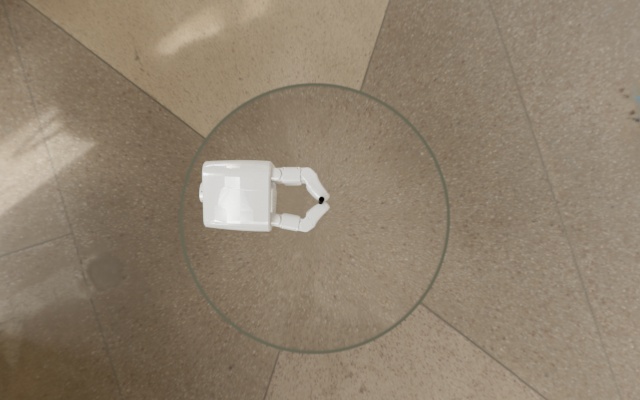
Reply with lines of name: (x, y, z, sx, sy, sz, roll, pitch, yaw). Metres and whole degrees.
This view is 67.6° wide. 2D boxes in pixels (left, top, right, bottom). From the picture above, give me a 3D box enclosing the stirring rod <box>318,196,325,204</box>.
stirring rod: (0.000, 0.003, 0.767, 0.011, 0.011, 0.239, 0, -2, -1)
